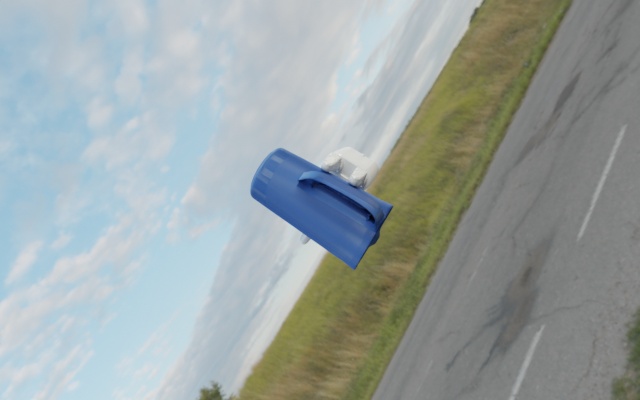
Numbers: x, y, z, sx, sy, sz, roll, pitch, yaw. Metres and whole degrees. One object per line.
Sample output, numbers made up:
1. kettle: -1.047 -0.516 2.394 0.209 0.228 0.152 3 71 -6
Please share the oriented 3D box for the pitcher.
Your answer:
1. pitcher: 0.000 0.003 0.853 0.243 0.149 0.145 31 22 8
